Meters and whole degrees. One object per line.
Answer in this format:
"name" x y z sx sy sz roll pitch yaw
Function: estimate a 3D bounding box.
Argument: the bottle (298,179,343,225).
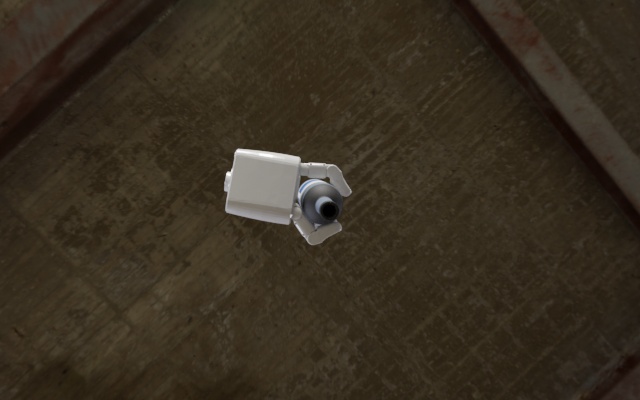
"bottle" 0.000 0.003 0.798 0.069 0.069 0.295 0 5 -5
